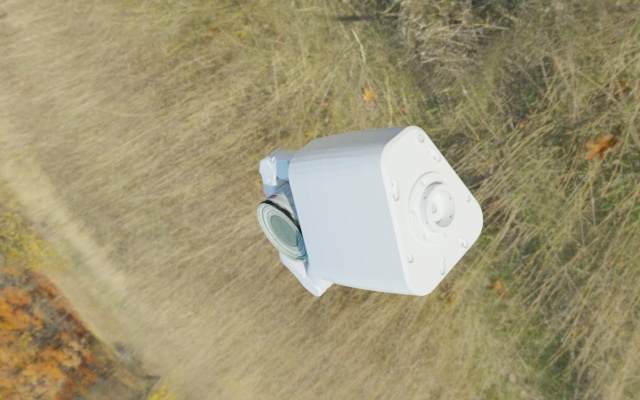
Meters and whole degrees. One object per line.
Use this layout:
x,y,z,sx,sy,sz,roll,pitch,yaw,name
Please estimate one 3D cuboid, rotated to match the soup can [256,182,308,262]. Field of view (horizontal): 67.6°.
0.000,0.002,0.443,0.102,0.068,0.068,-39,22,-29,soup can
